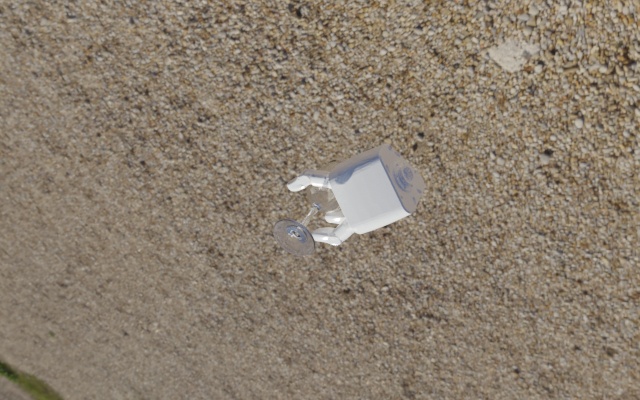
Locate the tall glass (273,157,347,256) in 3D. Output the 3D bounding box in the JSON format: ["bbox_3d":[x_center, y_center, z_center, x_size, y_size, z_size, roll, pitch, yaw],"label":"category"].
[{"bbox_3d":[0.000,0.003,0.821,0.079,0.079,0.201,0,35,31],"label":"tall glass"}]
